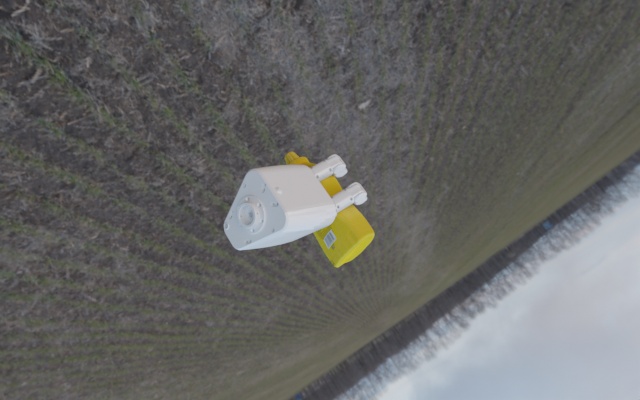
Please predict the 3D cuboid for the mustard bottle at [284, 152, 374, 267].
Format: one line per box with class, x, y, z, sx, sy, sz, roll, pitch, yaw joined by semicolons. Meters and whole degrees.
mustard bottle;0.000;0.003;0.736;0.058;0.191;0.096;-23;-21;-33
